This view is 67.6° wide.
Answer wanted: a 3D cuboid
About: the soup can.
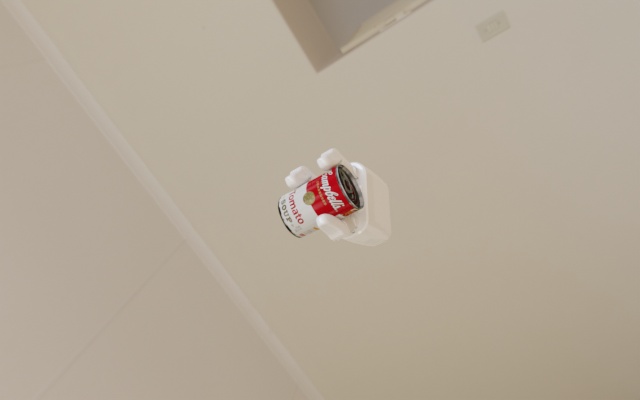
[{"bbox_3d":[0.000,0.002,0.667,0.102,0.068,0.068,-27,-11,22],"label":"soup can"}]
